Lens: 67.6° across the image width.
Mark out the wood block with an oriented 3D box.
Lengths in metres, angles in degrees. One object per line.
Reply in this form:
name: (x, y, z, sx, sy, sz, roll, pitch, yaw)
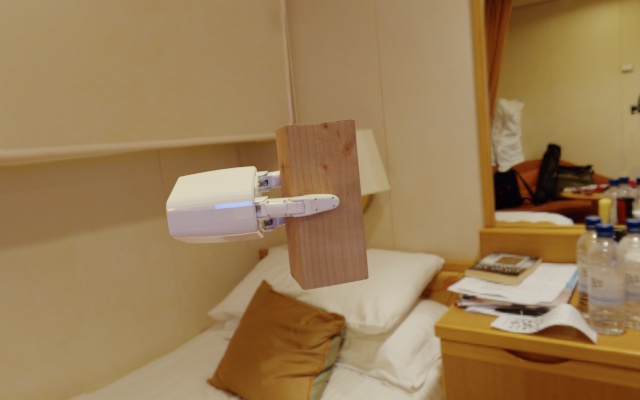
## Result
wood block: (0.000, 0.002, 0.636, 0.090, 0.206, 0.091, -8, 7, -14)
